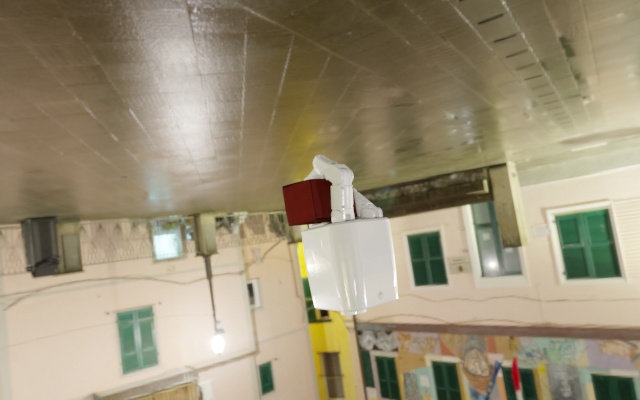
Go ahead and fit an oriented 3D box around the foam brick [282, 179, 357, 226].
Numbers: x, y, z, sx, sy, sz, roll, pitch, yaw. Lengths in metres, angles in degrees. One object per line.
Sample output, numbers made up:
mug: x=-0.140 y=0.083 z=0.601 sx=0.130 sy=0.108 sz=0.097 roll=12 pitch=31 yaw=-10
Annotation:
foam brick: x=0.000 y=0.002 z=0.603 sx=0.078 sy=0.051 sz=0.053 roll=-3 pitch=-7 yaw=-44
